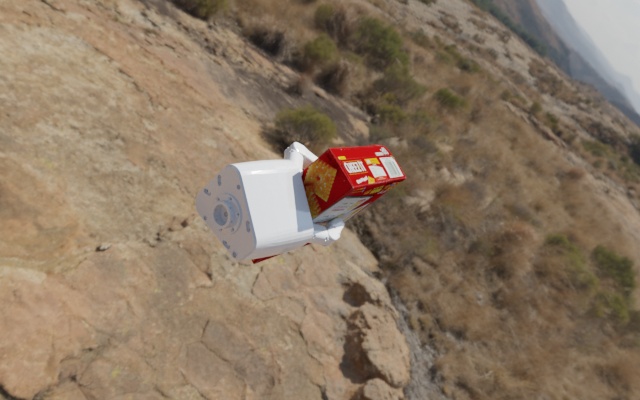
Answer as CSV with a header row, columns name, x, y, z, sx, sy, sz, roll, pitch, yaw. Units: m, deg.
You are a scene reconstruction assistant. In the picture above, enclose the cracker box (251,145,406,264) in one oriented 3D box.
name,x,y,z,sx,sy,sz,roll,pitch,yaw
cracker box,0.000,0.002,0.720,0.214,0.072,0.164,-37,-14,33
